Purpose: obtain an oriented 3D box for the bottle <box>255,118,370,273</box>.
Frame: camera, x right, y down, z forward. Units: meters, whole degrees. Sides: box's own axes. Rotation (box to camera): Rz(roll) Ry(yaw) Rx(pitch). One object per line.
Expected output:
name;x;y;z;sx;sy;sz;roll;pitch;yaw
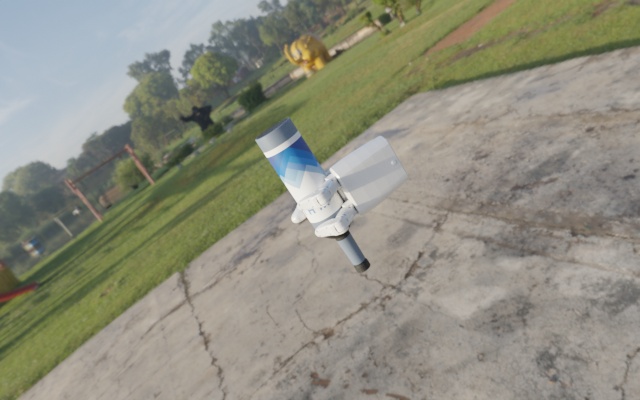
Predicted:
bottle;0.000;0.002;0.808;0.069;0.296;0.069;-30;17;10
